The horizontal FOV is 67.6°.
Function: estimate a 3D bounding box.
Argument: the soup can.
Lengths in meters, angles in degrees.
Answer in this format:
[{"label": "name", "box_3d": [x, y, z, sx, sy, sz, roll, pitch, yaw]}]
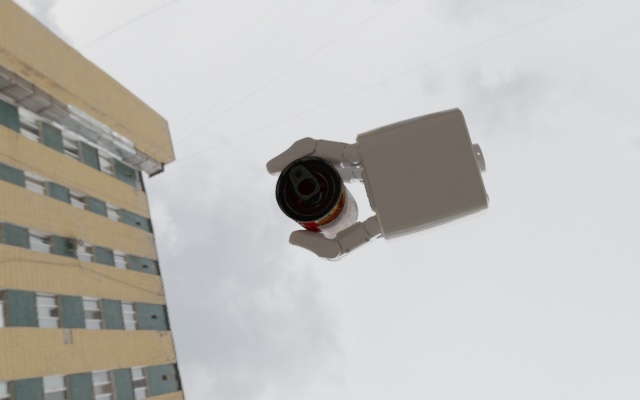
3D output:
[{"label": "soup can", "box_3d": [0.000, 0.002, 0.513, 0.068, 0.068, 0.102, 0, -16, 15]}]
